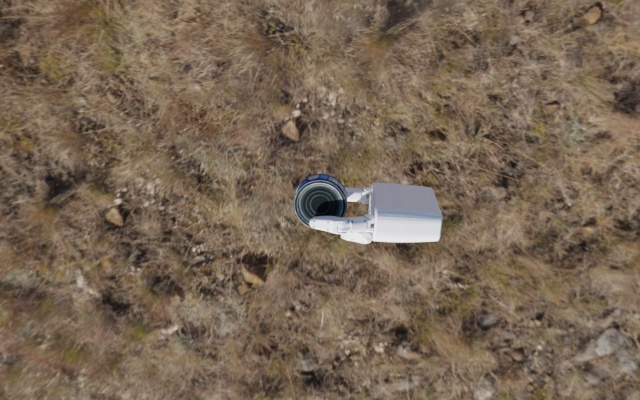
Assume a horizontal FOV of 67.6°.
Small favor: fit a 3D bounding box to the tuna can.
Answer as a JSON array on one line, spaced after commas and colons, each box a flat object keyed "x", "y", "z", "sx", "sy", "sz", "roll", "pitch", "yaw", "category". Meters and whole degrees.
[{"x": 0.000, "y": 0.003, "z": 0.764, "sx": 0.086, "sy": 0.086, "sz": 0.033, "roll": 0, "pitch": 18, "yaw": 4, "category": "tuna can"}]
